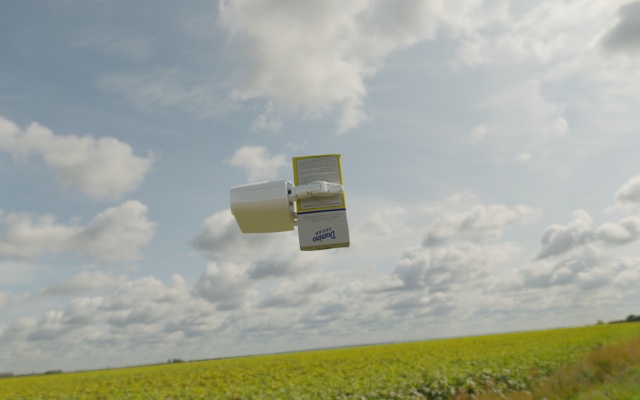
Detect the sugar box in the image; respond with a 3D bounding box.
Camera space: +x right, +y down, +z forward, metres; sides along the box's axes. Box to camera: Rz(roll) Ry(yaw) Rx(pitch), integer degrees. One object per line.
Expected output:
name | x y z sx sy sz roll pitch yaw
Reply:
sugar box | 0.000 0.003 0.887 0.093 0.176 0.048 -5 -17 0
